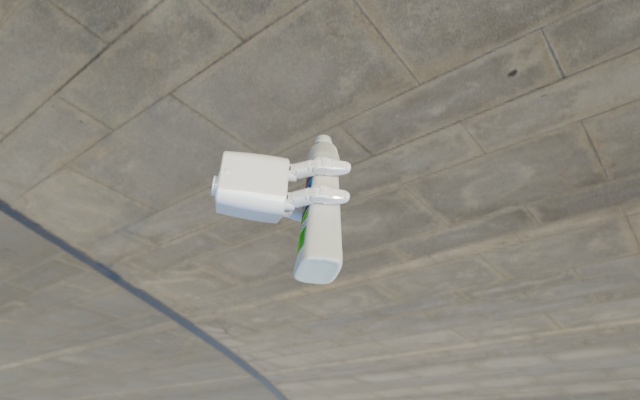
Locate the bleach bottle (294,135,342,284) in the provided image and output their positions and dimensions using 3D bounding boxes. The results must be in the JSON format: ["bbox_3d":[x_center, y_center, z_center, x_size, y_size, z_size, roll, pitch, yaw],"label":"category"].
[{"bbox_3d":[0.000,0.003,0.790,0.068,0.250,0.103,8,-32,-10],"label":"bleach bottle"}]
